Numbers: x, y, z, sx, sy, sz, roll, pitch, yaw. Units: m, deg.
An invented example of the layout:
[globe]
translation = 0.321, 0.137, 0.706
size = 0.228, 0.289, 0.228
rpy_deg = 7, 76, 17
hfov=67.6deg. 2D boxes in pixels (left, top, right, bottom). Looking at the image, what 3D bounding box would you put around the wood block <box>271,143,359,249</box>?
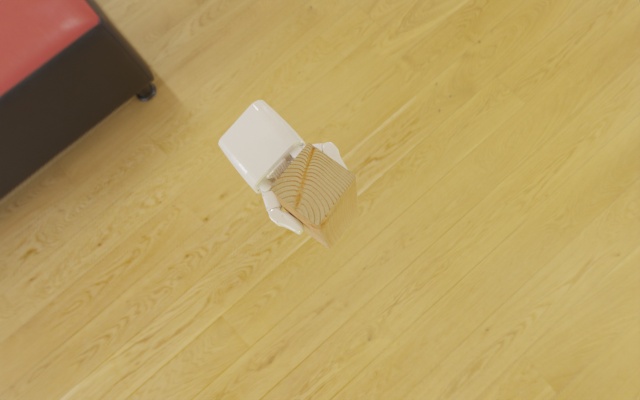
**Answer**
[wood block]
translation = 0.000, 0.002, 0.765
size = 0.090, 0.091, 0.206
rpy_deg = 37, -8, 14
